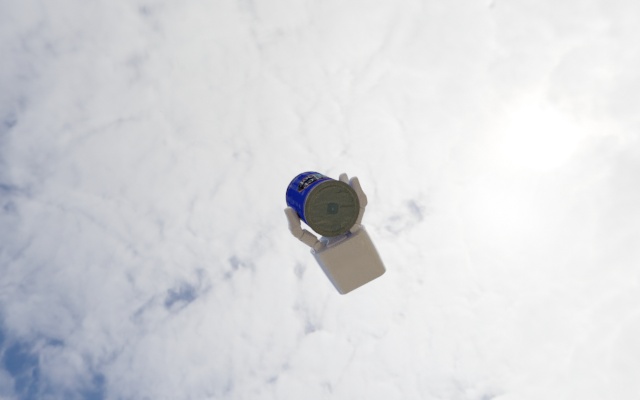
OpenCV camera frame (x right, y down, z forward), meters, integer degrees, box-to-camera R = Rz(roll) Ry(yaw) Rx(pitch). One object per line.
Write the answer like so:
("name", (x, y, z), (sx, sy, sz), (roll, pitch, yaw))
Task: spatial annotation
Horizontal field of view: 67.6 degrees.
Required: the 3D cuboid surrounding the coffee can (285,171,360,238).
("coffee can", (0.000, 0.003, 0.895), (0.103, 0.103, 0.140), (0, 10, -18))
